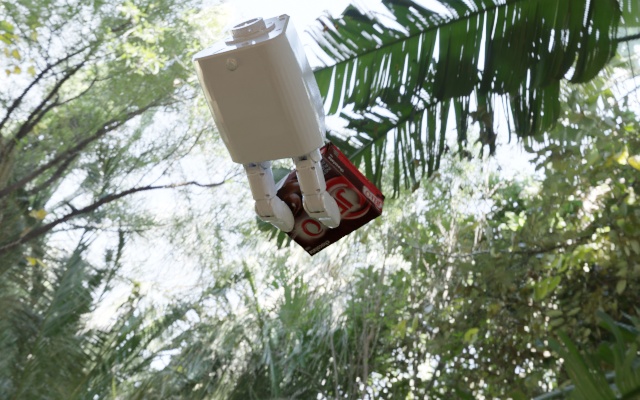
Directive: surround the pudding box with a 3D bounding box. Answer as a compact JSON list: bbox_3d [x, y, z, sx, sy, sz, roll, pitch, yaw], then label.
[{"bbox_3d":[0.000,0.002,0.523,0.113,0.090,0.039,-34,20,37],"label":"pudding box"}]
